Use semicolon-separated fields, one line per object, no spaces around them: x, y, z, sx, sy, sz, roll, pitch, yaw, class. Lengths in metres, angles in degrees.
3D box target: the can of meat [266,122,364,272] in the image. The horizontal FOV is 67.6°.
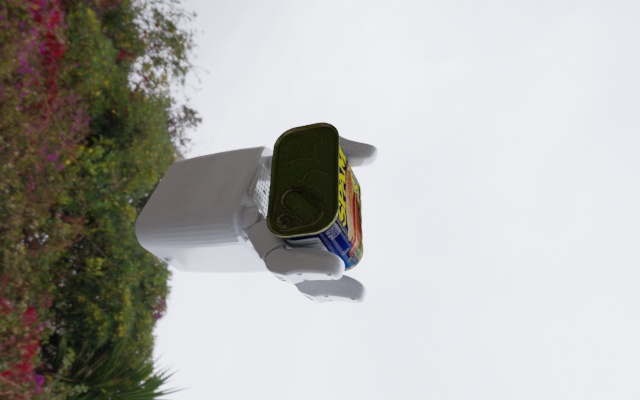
0.000;0.001;0.401;0.057;0.102;0.084;-9;-32;17;can of meat
